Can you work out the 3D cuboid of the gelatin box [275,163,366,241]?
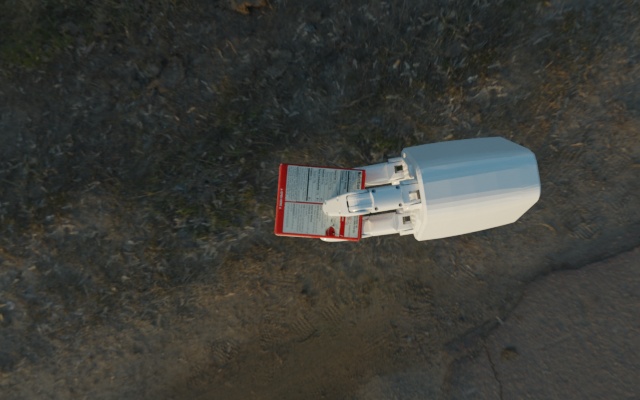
[{"bbox_3d":[0.000,0.002,0.492,0.089,0.073,0.030,4,0,-1],"label":"gelatin box"}]
